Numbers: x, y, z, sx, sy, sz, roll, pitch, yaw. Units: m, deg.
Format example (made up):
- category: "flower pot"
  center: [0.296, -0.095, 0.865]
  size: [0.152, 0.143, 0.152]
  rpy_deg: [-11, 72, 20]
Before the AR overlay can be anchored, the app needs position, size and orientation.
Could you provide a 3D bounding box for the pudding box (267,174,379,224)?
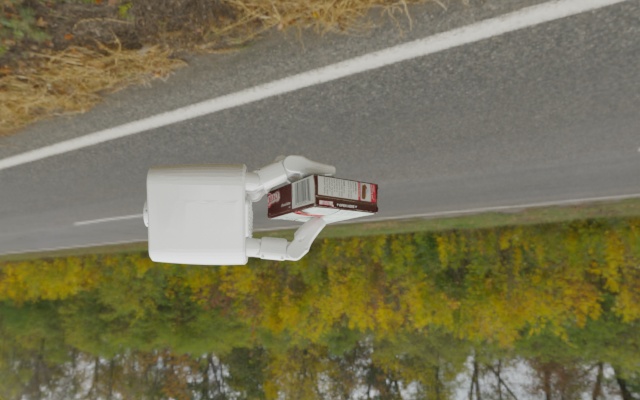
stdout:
- category: "pudding box"
  center: [0.000, 0.002, 0.569]
  size: [0.090, 0.039, 0.113]
  rpy_deg: [6, -11, -32]
